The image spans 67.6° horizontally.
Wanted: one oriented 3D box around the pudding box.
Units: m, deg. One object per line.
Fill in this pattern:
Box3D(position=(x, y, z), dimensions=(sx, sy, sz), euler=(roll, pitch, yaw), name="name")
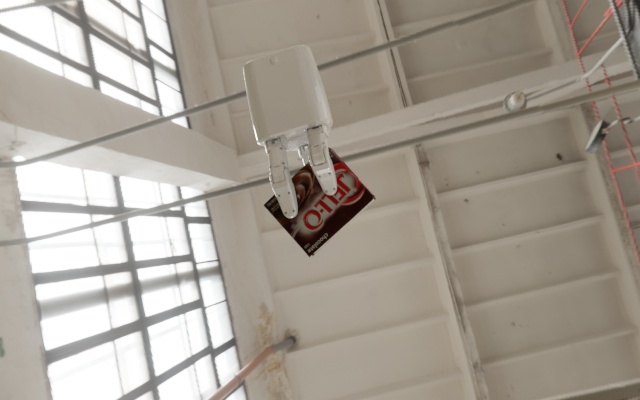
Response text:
Box3D(position=(0.000, 0.002, 0.606), dimensions=(0.113, 0.090, 0.039), euler=(-44, -11, 6), name="pudding box")
